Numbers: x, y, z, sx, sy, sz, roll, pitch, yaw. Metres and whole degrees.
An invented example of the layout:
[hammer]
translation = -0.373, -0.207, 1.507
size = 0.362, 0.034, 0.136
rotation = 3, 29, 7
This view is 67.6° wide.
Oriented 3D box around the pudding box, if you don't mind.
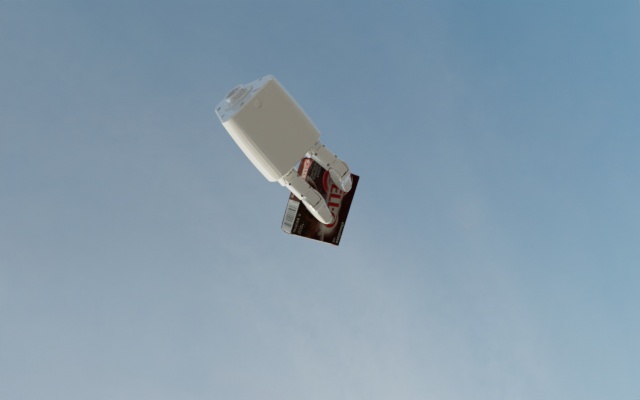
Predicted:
[pudding box]
translation = 0.000, 0.002, 0.701
size = 0.090, 0.113, 0.039
rotation = 17, 2, -34
